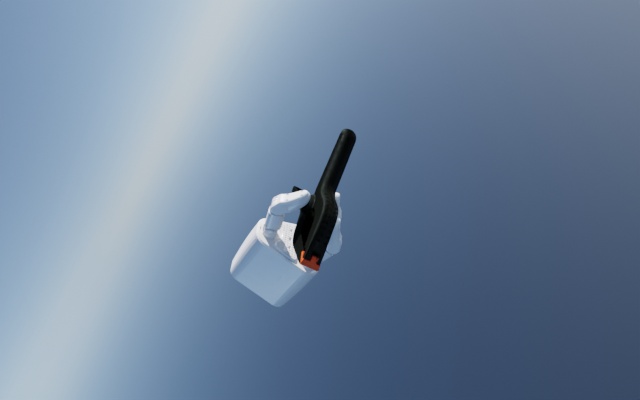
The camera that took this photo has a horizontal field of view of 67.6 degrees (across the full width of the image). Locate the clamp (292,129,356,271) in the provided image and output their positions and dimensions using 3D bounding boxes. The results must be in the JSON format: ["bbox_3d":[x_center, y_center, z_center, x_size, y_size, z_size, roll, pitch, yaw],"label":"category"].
[{"bbox_3d":[-0.001,0.002,0.680,0.036,0.209,0.165,25,-52,-19],"label":"clamp"}]
